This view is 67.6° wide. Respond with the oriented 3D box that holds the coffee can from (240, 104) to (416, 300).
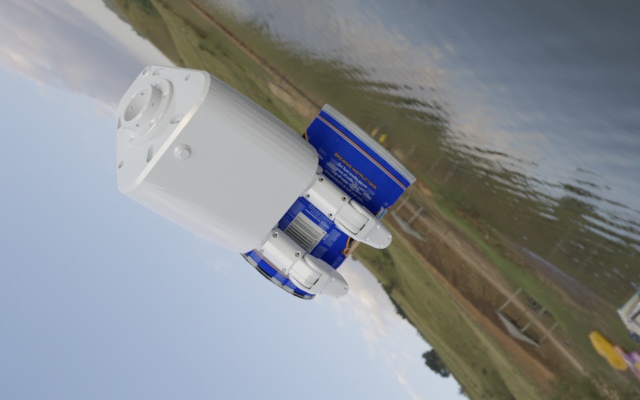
[{"bbox_3d":[0.000,0.001,0.424,0.103,0.140,0.103,39,6,-5],"label":"coffee can"}]
